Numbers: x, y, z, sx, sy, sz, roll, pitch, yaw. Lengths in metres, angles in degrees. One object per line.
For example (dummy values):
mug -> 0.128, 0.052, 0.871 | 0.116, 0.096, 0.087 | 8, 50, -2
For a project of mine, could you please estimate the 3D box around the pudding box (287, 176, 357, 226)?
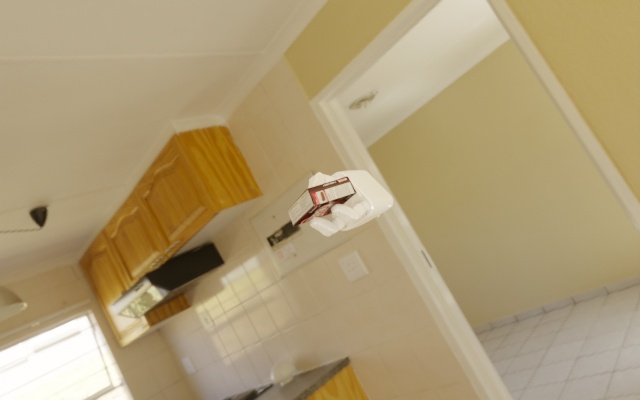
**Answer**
pudding box -> 0.000, 0.003, 0.864 | 0.090, 0.039, 0.113 | -19, -15, -28
